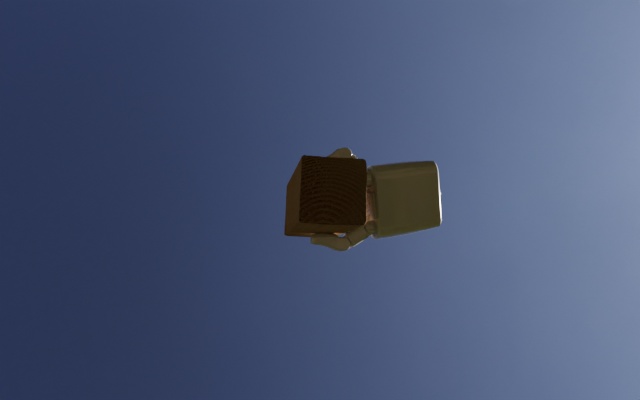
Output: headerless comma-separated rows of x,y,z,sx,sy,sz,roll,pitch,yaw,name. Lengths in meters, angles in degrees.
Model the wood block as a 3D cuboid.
0.000,0.003,0.716,0.090,0.091,0.206,3,-9,-9,wood block
